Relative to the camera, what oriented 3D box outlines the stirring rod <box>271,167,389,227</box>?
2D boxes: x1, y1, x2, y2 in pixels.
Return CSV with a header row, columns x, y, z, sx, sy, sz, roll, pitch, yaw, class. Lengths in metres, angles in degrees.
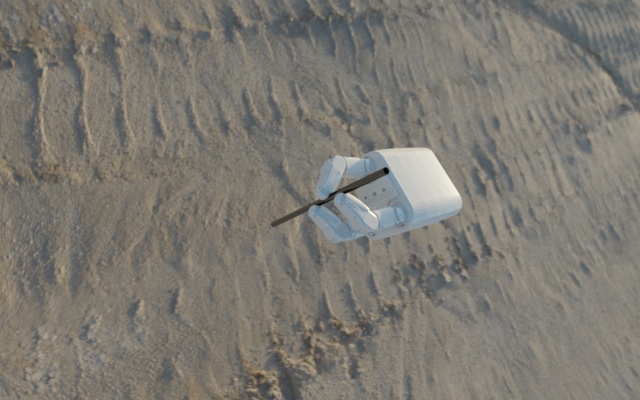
x,y,z,sx,sy,sz,roll,pitch,yaw,class
0.000,0.002,0.579,0.011,0.011,0.239,0,-15,-35,stirring rod
